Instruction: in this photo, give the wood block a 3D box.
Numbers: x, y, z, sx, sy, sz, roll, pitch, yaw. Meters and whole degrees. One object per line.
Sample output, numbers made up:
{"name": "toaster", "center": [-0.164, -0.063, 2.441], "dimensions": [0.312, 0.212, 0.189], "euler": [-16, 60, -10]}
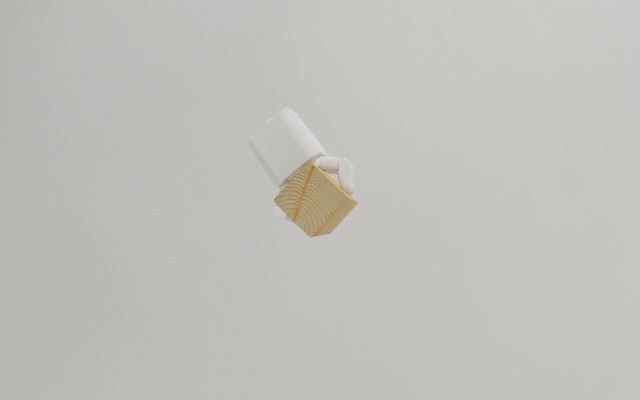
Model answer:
{"name": "wood block", "center": [0.000, 0.003, 0.867], "dimensions": [0.090, 0.091, 0.206], "euler": [44, 5, 9]}
